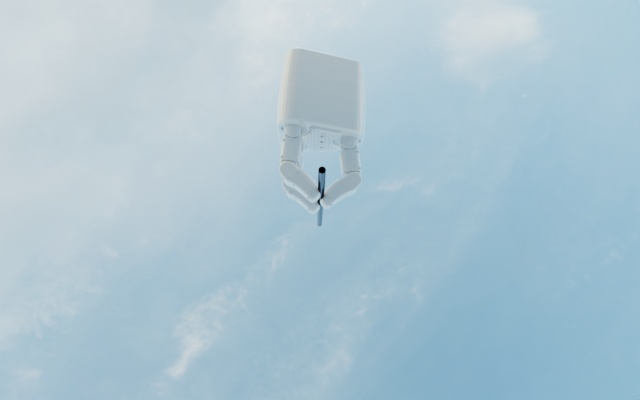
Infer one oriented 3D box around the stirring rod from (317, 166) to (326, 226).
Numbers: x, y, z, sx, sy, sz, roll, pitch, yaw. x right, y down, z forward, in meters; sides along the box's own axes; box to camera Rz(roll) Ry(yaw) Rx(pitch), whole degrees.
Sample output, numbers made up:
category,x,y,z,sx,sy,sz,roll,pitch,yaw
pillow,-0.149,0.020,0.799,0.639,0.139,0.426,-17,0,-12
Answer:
category,x,y,z,sx,sy,sz,roll,pitch,yaw
stirring rod,0.000,0.002,0.611,0.011,0.011,0.239,0,-16,-1
